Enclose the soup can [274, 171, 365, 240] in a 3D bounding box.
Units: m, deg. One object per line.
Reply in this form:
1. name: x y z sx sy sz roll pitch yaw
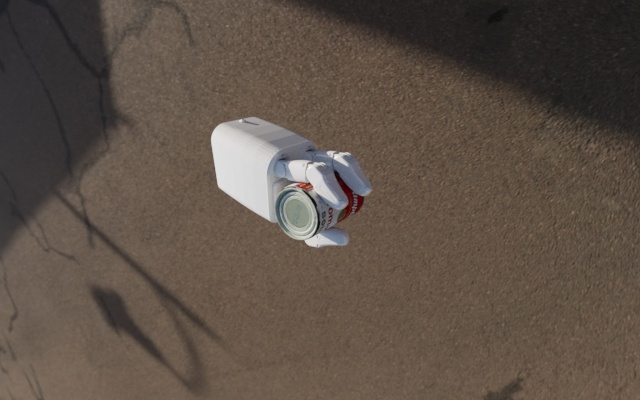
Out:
1. soup can: 0.000 0.002 0.594 0.068 0.068 0.102 0 16 37
